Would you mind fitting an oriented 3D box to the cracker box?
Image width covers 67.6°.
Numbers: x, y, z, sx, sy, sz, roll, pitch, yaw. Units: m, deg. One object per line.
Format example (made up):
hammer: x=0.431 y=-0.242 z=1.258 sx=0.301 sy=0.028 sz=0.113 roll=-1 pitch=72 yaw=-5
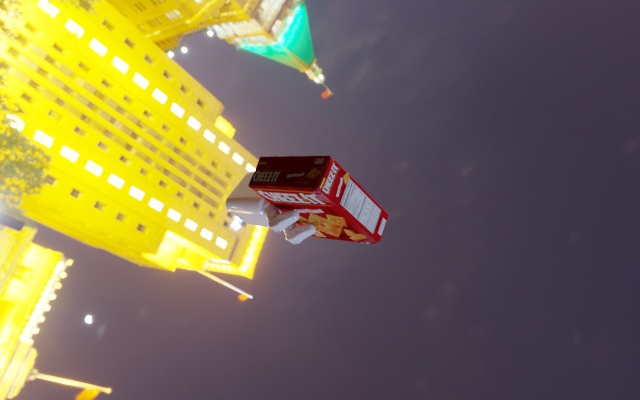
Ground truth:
cracker box: x=0.000 y=0.003 z=0.868 sx=0.164 sy=0.072 sz=0.214 roll=3 pitch=-26 yaw=39
